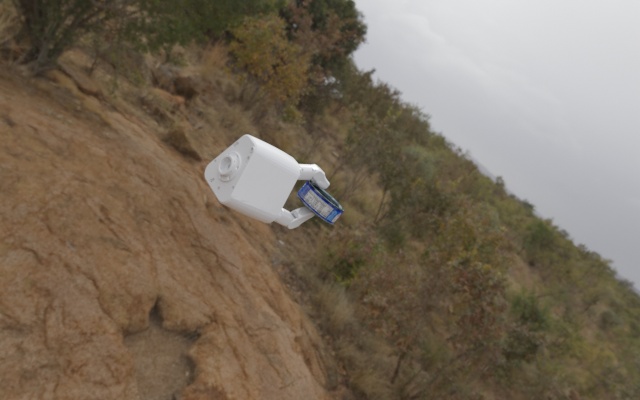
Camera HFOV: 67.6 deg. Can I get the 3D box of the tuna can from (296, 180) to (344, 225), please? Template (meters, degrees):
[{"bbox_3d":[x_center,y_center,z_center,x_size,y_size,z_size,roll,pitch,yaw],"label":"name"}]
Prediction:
[{"bbox_3d":[0.001,0.002,0.846,0.086,0.034,0.086,40,8,-7],"label":"tuna can"}]
